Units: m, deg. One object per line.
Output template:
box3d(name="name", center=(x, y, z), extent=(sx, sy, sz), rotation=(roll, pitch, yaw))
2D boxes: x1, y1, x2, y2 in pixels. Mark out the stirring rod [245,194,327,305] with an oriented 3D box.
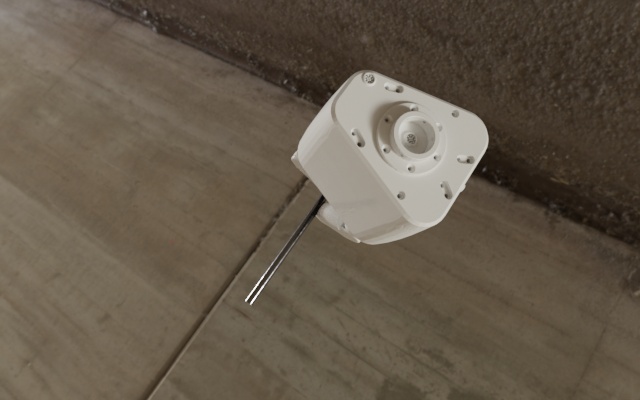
box3d(name="stirring rod", center=(0.000, 0.001, 0.478), extent=(0.011, 0.239, 0.011), rotation=(33, -15, 10))
